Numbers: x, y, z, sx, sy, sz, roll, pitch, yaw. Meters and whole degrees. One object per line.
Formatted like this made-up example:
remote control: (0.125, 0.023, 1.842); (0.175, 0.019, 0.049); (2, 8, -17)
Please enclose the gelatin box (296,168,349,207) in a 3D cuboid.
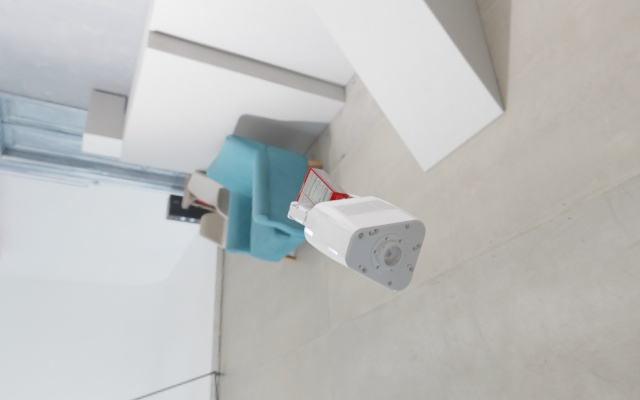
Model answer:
gelatin box: (0.000, 0.002, 0.713); (0.030, 0.073, 0.089); (9, 23, -33)
